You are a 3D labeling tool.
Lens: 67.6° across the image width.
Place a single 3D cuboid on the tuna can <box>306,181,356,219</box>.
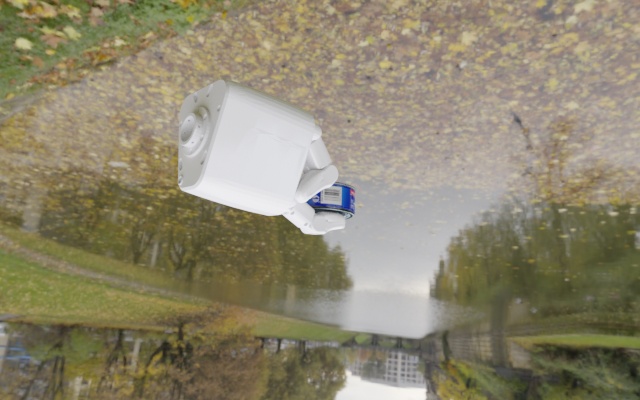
[{"bbox_3d":[0.000,0.002,0.585,0.086,0.033,0.086,2,-12,0],"label":"tuna can"}]
